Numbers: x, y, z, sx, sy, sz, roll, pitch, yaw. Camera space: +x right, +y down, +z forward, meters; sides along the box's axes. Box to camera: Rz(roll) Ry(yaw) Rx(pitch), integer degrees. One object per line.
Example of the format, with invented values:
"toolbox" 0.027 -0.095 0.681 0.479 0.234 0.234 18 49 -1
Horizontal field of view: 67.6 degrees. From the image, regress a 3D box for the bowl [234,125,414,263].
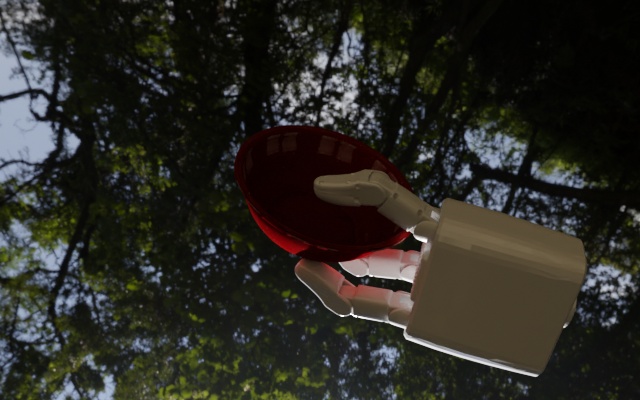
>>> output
"bowl" -0.001 0.001 0.421 0.162 0.055 0.162 13 39 -11
